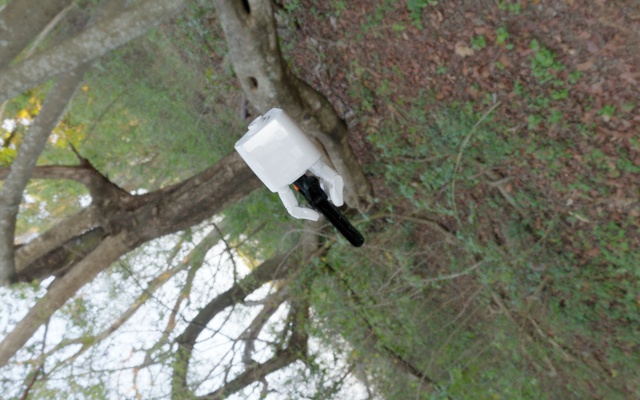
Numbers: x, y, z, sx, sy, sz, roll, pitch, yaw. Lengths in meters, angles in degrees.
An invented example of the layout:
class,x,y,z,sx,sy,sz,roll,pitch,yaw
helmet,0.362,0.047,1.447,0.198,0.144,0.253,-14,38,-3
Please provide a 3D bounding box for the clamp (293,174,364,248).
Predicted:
class,x,y,z,sx,sy,sz,roll,pitch,yaw
clamp,-0.001,0.003,0.886,0.036,0.165,0.210,-40,21,-5
